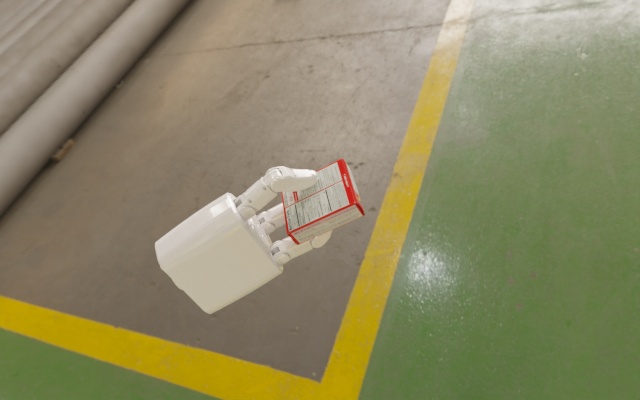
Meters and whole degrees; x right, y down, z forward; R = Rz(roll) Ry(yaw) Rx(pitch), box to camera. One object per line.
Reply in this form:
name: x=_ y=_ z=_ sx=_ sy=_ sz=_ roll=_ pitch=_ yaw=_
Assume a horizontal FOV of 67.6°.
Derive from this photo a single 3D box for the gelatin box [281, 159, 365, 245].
gelatin box: x=0.000 y=0.001 z=0.555 sx=0.089 sy=0.073 sz=0.030 roll=-26 pitch=-44 yaw=13
